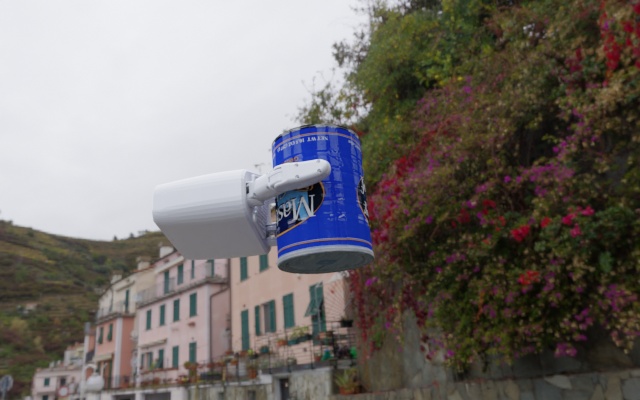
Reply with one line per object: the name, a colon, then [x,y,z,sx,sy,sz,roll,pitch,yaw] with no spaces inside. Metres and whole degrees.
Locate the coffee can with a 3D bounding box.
coffee can: [0.000,0.002,0.526,0.103,0.140,0.103,-4,-20,-2]
